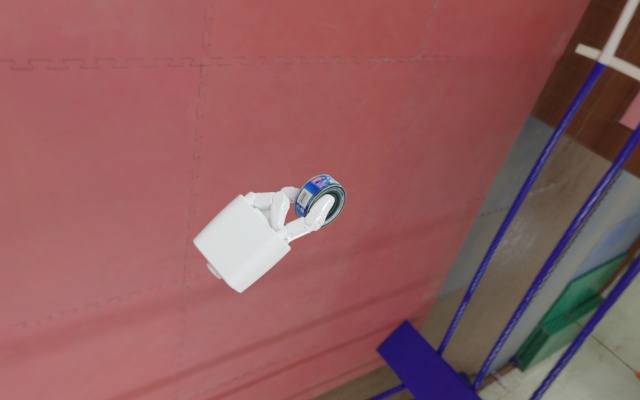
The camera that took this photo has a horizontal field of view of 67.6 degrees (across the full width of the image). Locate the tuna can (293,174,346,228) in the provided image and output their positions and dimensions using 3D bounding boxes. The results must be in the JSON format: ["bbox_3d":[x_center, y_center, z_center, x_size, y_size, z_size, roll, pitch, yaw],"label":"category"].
[{"bbox_3d":[0.001,0.003,0.777,0.086,0.086,0.033,0,31,-46],"label":"tuna can"}]
